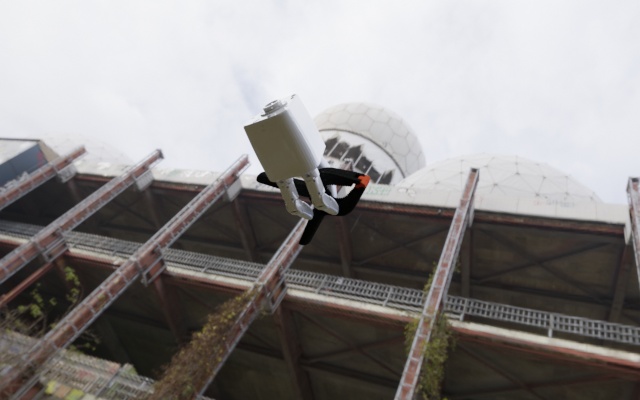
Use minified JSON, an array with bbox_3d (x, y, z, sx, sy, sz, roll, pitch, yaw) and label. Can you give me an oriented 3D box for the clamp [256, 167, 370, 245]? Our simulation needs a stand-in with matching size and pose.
[{"bbox_3d":[0.001,0.002,0.850,0.210,0.165,0.036,-11,27,34],"label":"clamp"}]
